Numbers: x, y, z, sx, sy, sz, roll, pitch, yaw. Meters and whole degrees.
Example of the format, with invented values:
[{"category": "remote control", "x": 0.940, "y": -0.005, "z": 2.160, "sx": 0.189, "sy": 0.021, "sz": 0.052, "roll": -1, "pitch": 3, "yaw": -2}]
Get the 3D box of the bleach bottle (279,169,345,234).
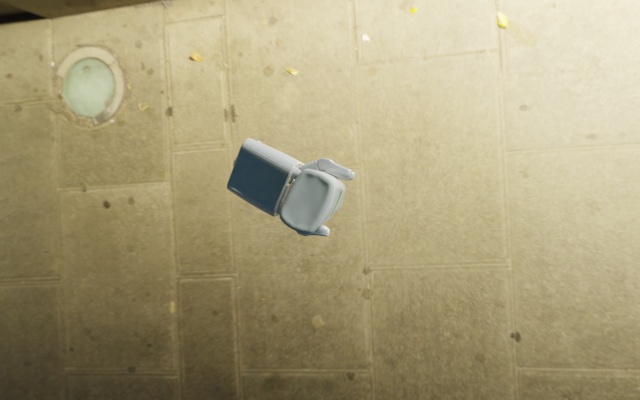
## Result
[{"category": "bleach bottle", "x": 0.000, "y": 0.003, "z": 0.856, "sx": 0.068, "sy": 0.102, "sz": 0.251, "roll": 27, "pitch": 3, "yaw": 9}]
